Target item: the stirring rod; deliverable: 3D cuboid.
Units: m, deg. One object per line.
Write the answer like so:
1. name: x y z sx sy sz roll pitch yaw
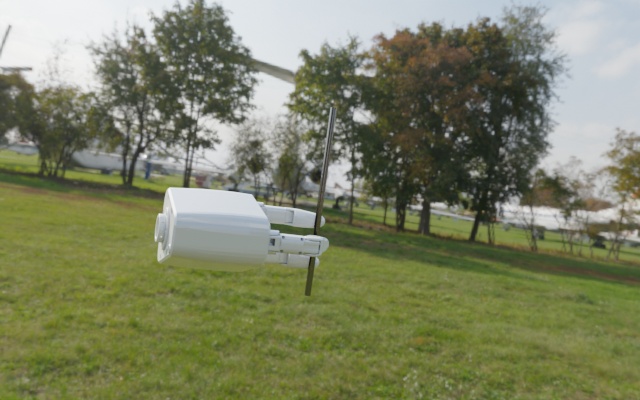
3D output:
1. stirring rod: 0.000 0.002 0.607 0.011 0.239 0.011 8 1 0
